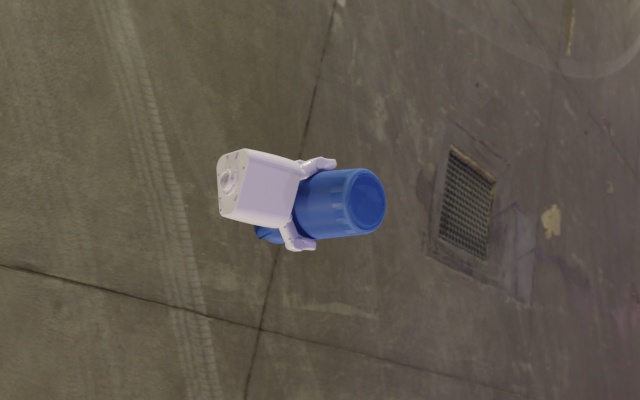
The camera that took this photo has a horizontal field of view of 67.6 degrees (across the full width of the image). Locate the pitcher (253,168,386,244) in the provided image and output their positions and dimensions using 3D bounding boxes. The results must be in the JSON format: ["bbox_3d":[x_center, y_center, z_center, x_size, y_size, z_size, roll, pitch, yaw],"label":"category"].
[{"bbox_3d":[0.000,0.003,0.863,0.145,0.149,0.243,14,-14,-42],"label":"pitcher"}]
